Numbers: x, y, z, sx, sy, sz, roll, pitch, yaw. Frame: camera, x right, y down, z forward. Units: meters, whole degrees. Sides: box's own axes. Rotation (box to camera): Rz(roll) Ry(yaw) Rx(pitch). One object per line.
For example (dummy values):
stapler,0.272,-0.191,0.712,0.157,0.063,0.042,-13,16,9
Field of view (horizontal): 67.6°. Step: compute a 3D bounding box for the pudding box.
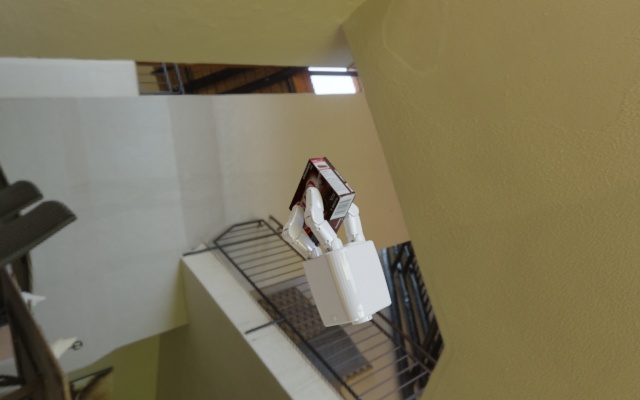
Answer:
pudding box,0.000,0.002,0.750,0.039,0.114,0.090,-11,50,-39
